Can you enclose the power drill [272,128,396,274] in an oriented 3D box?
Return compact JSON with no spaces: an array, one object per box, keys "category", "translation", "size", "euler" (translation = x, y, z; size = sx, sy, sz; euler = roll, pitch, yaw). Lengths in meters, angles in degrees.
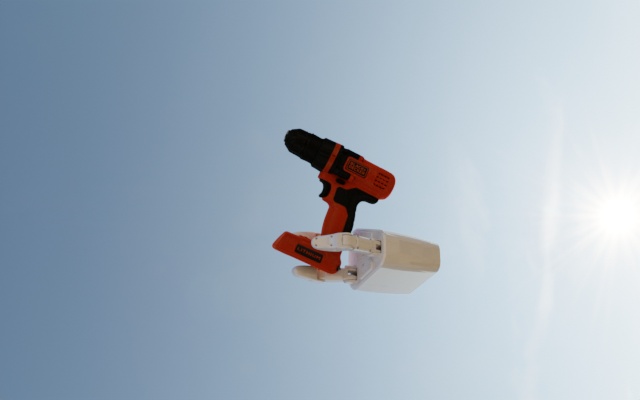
[{"category":"power drill","translation":[0.000,0.003,0.721],"size":[0.184,0.187,0.057],"euler":[26,-6,-3]}]
